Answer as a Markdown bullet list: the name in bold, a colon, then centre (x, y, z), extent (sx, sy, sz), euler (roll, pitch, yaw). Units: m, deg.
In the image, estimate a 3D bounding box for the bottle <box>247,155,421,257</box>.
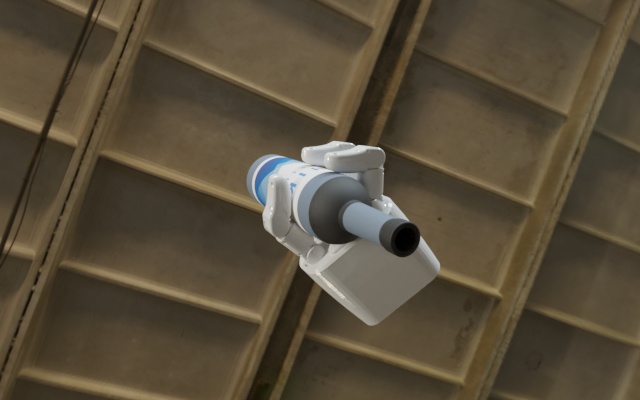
- **bottle**: centre (0.000, 0.001, 0.480), extent (0.069, 0.069, 0.295), euler (0, 11, -26)
